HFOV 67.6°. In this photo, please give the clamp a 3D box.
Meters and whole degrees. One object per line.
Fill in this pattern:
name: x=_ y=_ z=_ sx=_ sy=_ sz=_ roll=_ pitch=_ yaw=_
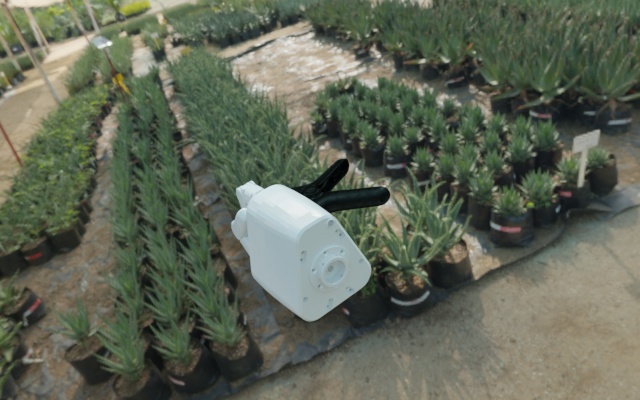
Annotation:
clamp: x=0.000 y=0.002 z=0.609 sx=0.171 sy=0.039 sz=0.120 roll=-31 pitch=31 yaw=-22
